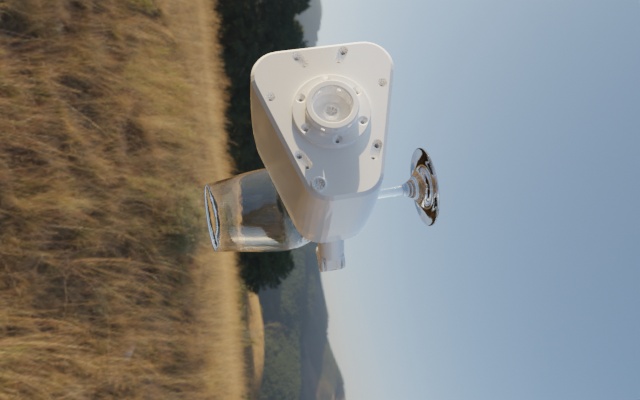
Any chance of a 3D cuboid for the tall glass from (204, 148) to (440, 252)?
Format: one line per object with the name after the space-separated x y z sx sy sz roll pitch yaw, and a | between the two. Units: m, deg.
0.001 0.001 0.438 0.201 0.079 0.079 -8 1 -6 | tall glass
